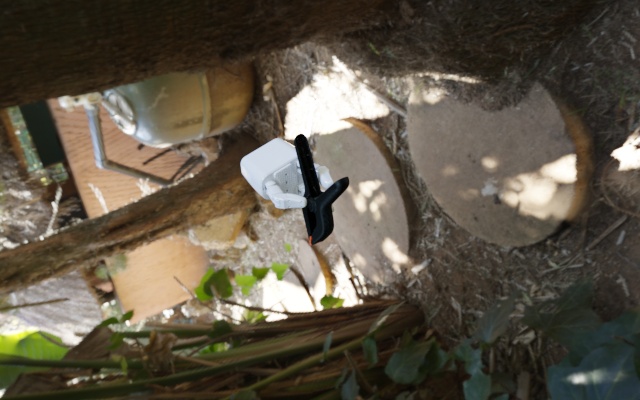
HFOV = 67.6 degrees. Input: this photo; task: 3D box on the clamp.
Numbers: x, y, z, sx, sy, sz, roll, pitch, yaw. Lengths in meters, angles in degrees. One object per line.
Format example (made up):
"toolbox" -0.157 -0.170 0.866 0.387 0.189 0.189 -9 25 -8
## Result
"clamp" -0.001 0.003 0.859 0.036 0.210 0.164 -17 35 -24
